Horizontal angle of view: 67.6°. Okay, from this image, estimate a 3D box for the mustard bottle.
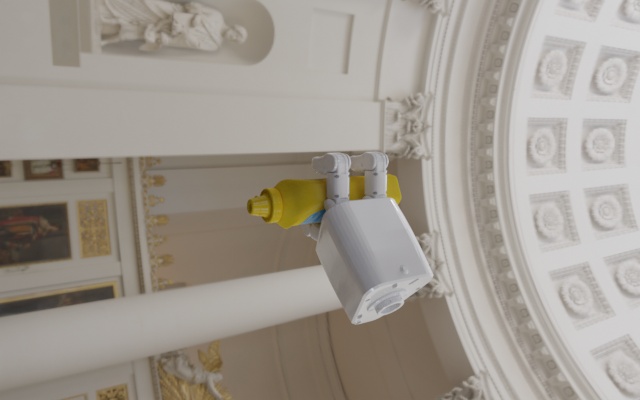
[{"bbox_3d":[0.000,0.002,0.597,0.191,0.058,0.096,-5,-11,-32],"label":"mustard bottle"}]
